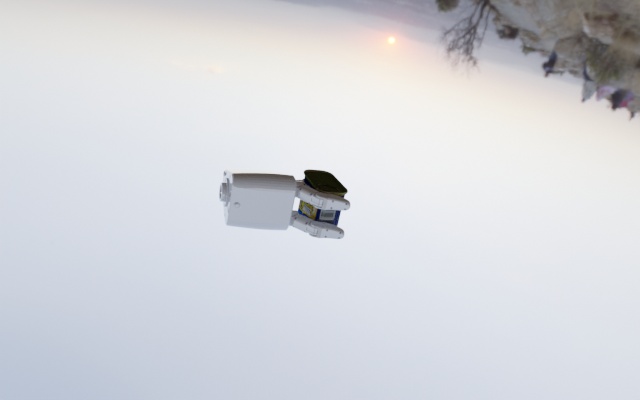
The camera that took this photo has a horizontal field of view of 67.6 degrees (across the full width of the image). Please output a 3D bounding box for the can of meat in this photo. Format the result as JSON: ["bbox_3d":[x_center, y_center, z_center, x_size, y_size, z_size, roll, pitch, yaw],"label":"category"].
[{"bbox_3d":[0.000,0.003,0.844,0.057,0.084,0.102,2,24,-24],"label":"can of meat"}]
